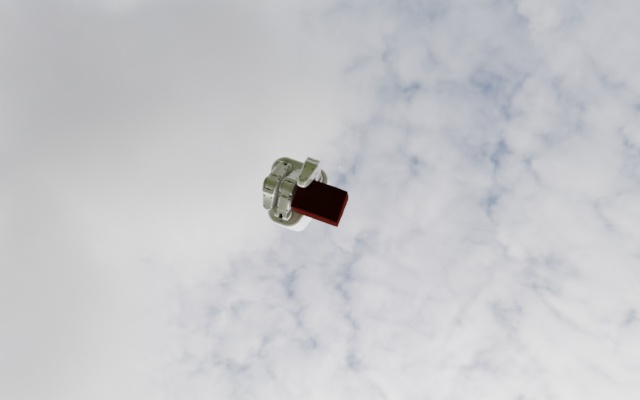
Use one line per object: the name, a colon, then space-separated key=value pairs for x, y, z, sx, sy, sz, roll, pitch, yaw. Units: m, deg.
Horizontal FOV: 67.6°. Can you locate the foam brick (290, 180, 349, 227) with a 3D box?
foam brick: x=0.000 y=0.003 z=0.748 sx=0.078 sy=0.053 sz=0.051 roll=20 pitch=-10 yaw=10
